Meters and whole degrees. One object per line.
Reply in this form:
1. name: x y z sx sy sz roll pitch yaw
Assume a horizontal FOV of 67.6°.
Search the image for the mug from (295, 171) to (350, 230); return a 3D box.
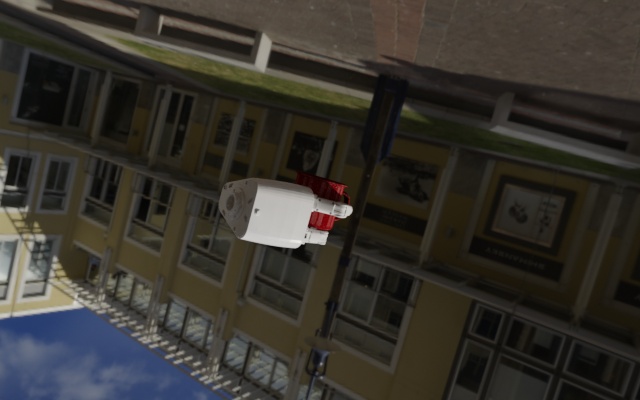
1. mug: 0.001 0.003 0.820 0.117 0.081 0.093 12 6 -38
